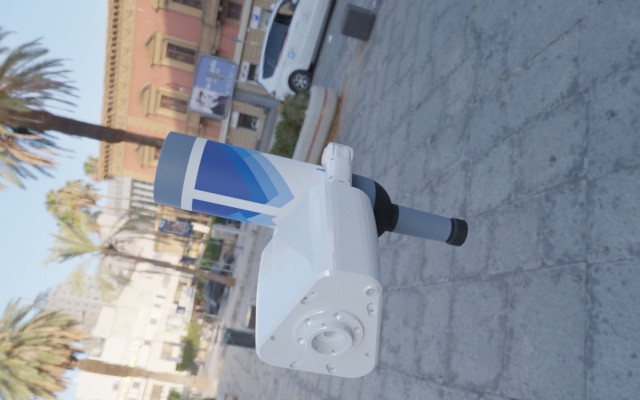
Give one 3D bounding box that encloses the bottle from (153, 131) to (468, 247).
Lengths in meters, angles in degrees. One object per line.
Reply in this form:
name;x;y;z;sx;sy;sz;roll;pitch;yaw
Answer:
bottle;0.000;0.001;0.454;0.296;0.069;0.069;13;-2;-10
